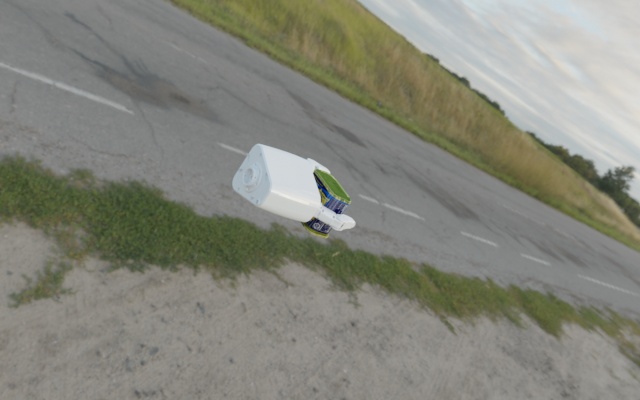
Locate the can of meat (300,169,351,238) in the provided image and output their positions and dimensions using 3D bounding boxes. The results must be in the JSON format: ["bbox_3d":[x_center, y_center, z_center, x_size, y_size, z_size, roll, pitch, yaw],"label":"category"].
[{"bbox_3d":[0.000,0.003,0.867,0.057,0.084,0.102,19,24,-39],"label":"can of meat"}]
